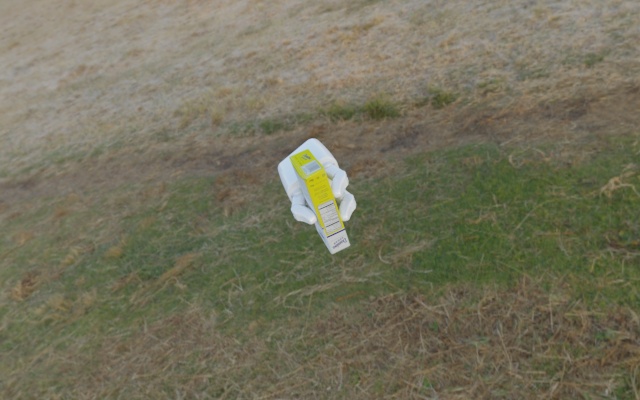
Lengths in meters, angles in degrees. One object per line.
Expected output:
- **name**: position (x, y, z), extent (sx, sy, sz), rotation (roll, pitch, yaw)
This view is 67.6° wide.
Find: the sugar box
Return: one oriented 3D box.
- **sugar box**: position (0.001, 0.002, 0.871), extent (0.048, 0.176, 0.093), rotation (-26, 35, -6)
